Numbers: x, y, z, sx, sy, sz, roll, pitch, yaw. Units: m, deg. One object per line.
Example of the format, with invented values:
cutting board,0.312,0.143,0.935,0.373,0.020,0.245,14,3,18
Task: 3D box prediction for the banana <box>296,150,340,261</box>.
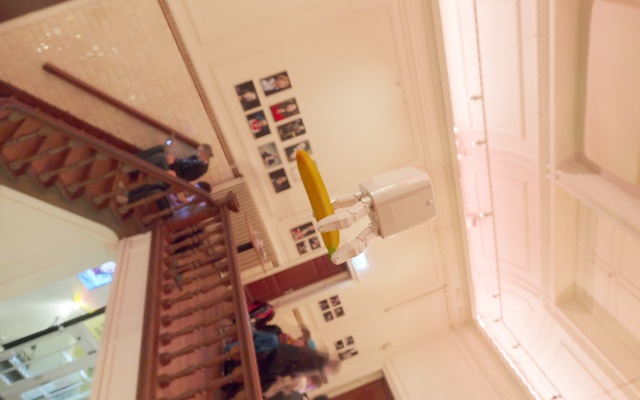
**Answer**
banana,0.000,0.004,0.833,0.037,0.198,0.069,-19,7,-1
